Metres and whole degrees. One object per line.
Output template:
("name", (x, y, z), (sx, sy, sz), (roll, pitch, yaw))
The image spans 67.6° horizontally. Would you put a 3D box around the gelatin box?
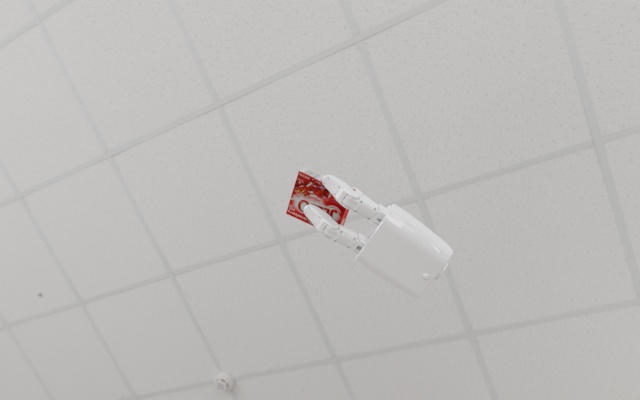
("gelatin box", (0.000, 0.002, 0.714), (0.089, 0.073, 0.030), (25, 23, 15))
